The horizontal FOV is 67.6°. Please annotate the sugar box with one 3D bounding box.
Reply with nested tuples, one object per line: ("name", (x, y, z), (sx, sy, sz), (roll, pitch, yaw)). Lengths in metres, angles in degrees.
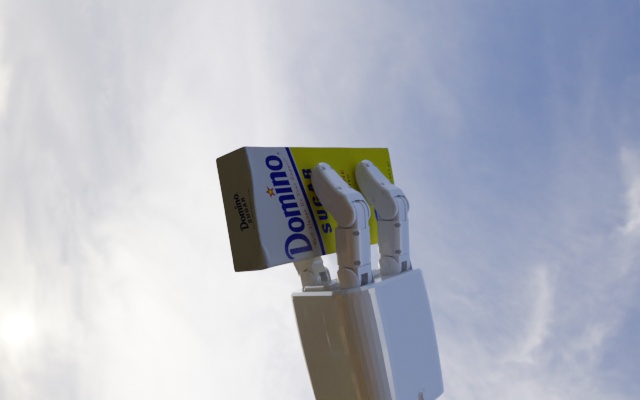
("sugar box", (0.001, 0.001, 0.415), (0.048, 0.093, 0.176), (-14, -5, 42))
